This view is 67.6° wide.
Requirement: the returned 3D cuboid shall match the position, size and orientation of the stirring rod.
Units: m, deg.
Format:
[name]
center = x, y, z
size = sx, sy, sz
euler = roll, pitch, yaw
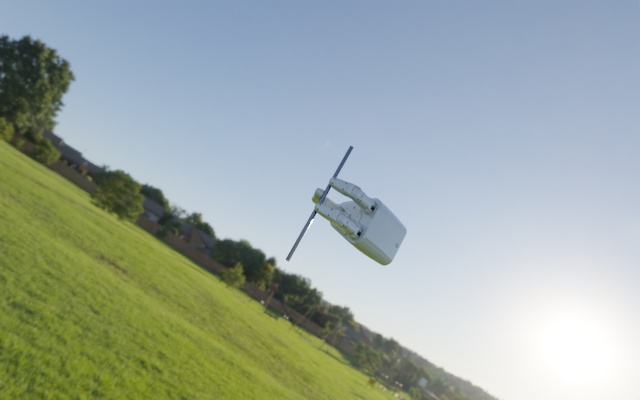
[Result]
[stirring rod]
center = 0.000, 0.003, 0.857
size = 0.011, 0.239, 0.011
euler = 28, -13, 7
